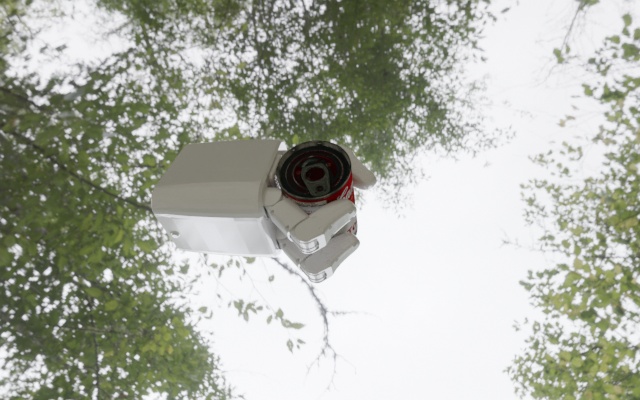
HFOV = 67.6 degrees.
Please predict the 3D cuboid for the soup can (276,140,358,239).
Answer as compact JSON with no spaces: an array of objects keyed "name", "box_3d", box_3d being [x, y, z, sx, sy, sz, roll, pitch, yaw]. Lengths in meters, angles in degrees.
[{"name":"soup can","box_3d":[0.001,0.002,0.463,0.068,0.068,0.102,0,-37,9]}]
